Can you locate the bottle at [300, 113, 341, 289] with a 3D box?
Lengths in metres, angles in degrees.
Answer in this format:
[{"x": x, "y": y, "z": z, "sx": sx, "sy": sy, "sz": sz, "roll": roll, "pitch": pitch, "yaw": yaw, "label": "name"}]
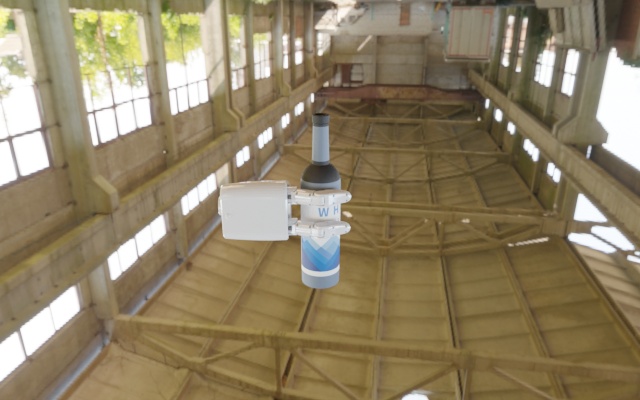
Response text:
[{"x": 0.000, "y": 0.003, "z": 0.801, "sx": 0.069, "sy": 0.296, "sz": 0.069, "roll": 0, "pitch": 20, "yaw": 0, "label": "bottle"}]
